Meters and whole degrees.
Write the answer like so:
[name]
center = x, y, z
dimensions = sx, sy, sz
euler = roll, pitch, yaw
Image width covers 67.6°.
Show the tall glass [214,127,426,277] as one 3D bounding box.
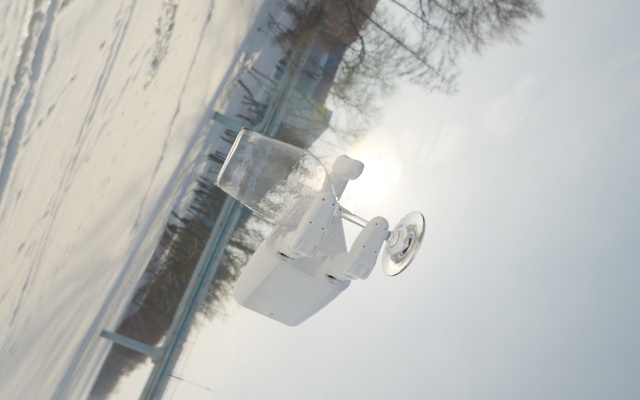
[tall glass]
center = 0.001, 0.002, 0.472
dimensions = 0.201, 0.079, 0.079
euler = 27, -7, -14
